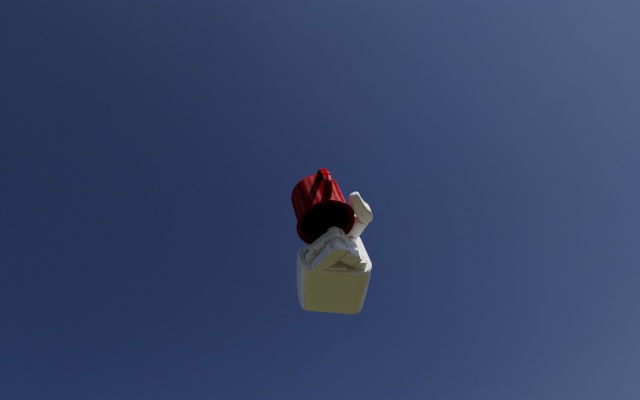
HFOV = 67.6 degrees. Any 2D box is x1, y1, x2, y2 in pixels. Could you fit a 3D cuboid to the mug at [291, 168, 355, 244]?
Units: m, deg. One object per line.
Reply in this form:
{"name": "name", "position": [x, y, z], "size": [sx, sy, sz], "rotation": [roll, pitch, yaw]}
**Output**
{"name": "mug", "position": [0.000, 0.001, 0.755], "size": [0.093, 0.117, 0.081], "rotation": [-6, 39, -13]}
